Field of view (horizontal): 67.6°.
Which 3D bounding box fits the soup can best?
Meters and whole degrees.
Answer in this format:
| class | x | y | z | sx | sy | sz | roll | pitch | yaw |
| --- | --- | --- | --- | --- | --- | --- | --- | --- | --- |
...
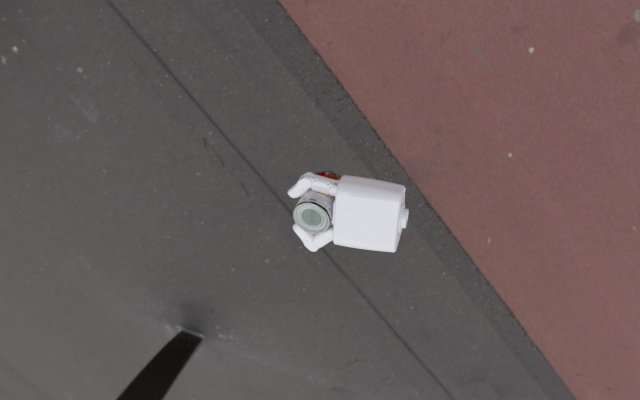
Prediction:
| class | x | y | z | sx | sy | sz | roll | pitch | yaw |
| --- | --- | --- | --- | --- | --- | --- | --- | --- | --- |
| soup can | 0.000 | 0.003 | 0.833 | 0.068 | 0.068 | 0.102 | 0 | 34 | 21 |
